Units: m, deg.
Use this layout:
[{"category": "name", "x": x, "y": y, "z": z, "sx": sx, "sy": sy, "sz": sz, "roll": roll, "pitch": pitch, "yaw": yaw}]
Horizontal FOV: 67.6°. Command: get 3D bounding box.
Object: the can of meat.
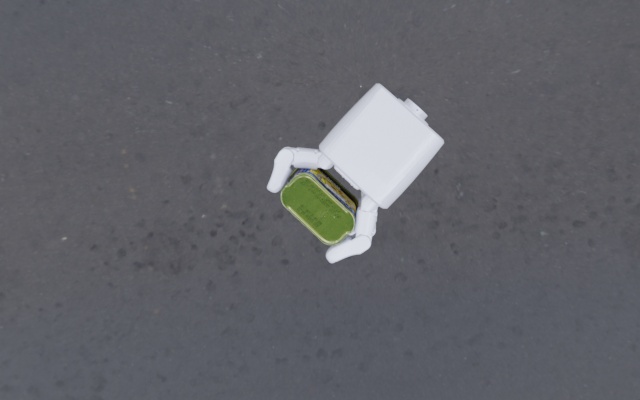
[{"category": "can of meat", "x": 0.000, "y": 0.002, "z": 0.605, "sx": 0.102, "sy": 0.057, "sz": 0.084, "roll": 43, "pitch": 12, "yaw": -6}]
